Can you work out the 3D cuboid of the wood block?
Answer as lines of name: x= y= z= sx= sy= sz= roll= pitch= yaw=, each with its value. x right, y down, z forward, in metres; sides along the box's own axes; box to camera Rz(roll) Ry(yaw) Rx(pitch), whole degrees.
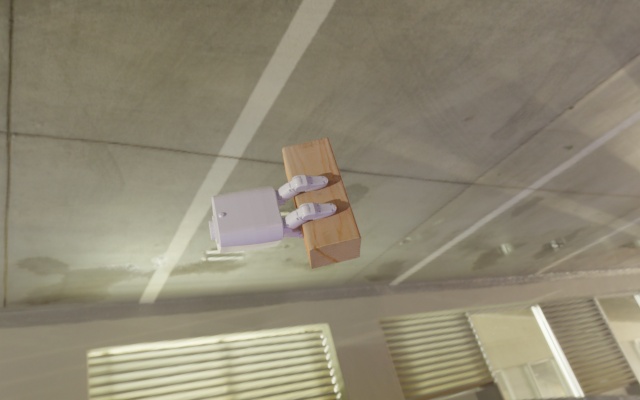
wood block: x=0.000 y=0.003 z=0.850 sx=0.090 sy=0.206 sz=0.091 roll=-13 pitch=-27 yaw=-5
